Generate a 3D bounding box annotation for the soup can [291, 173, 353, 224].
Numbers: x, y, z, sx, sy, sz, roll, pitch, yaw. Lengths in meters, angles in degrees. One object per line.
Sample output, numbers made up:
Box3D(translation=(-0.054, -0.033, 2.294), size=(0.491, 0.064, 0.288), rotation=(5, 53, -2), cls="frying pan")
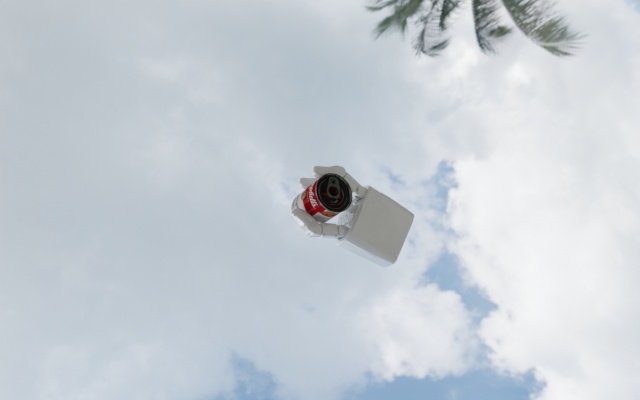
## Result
Box3D(translation=(0.000, 0.003, 0.813), size=(0.068, 0.068, 0.102), rotation=(0, -18, -28), cls="soup can")
